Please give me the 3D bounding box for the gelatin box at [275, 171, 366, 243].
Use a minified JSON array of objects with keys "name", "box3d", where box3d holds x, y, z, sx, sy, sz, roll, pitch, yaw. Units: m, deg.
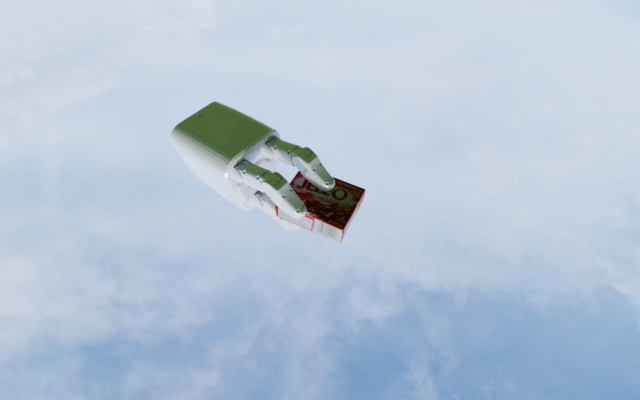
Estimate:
[{"name":"gelatin box","box3d":[0.000,0.002,0.581,0.089,0.073,0.030,23,-40,12]}]
